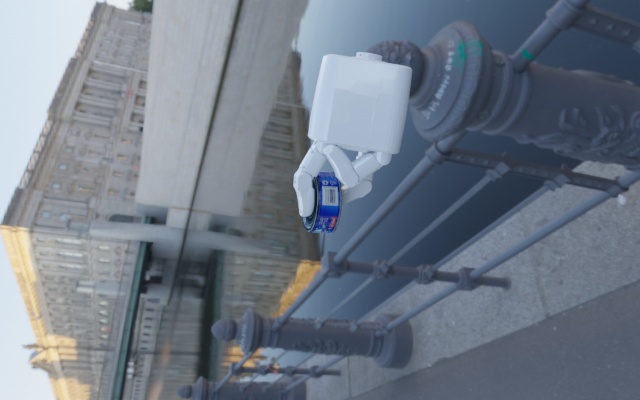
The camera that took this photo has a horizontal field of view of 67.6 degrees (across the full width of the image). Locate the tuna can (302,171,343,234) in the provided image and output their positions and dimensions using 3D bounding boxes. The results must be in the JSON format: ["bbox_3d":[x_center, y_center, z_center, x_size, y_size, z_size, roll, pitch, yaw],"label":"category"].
[{"bbox_3d":[0.000,0.002,0.653,0.034,0.086,0.086,3,-1,-17],"label":"tuna can"}]
